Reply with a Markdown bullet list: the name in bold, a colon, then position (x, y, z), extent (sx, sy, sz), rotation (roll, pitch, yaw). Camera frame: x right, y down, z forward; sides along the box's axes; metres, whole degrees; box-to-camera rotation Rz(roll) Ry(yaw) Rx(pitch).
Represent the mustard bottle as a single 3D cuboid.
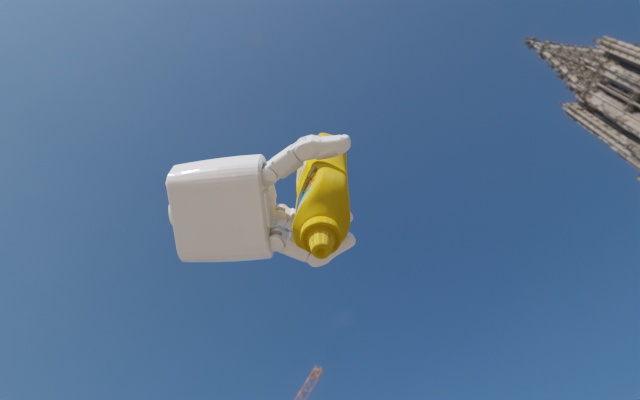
- **mustard bottle**: position (0.000, 0.002, 0.531), extent (0.058, 0.096, 0.191), rotation (18, 28, -9)
